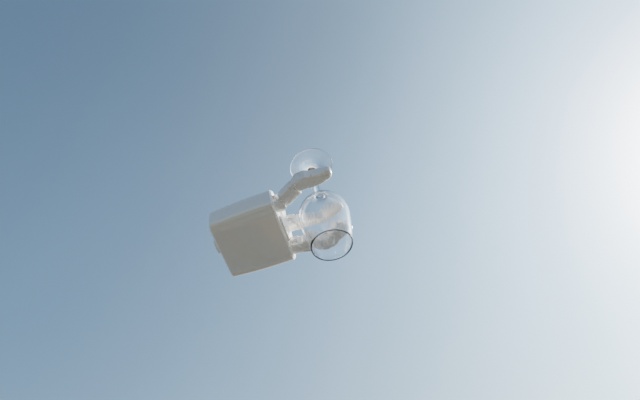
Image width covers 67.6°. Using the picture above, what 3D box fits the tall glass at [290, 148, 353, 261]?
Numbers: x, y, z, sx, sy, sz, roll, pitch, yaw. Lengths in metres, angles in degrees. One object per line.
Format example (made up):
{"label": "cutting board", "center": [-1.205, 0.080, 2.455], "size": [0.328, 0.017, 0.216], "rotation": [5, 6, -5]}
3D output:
{"label": "tall glass", "center": [0.000, 0.002, 0.748], "size": [0.079, 0.079, 0.201], "rotation": [0, 38, -12]}
